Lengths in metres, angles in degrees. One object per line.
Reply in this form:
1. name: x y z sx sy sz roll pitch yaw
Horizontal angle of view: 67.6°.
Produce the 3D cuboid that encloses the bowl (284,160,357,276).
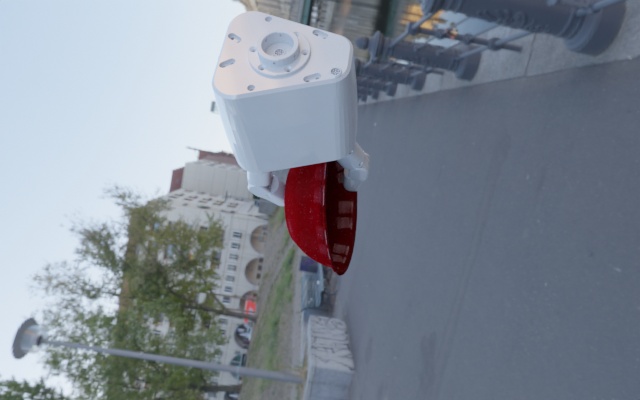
1. bowl: 0.000 0.003 0.535 0.055 0.162 0.162 -1 0 16
